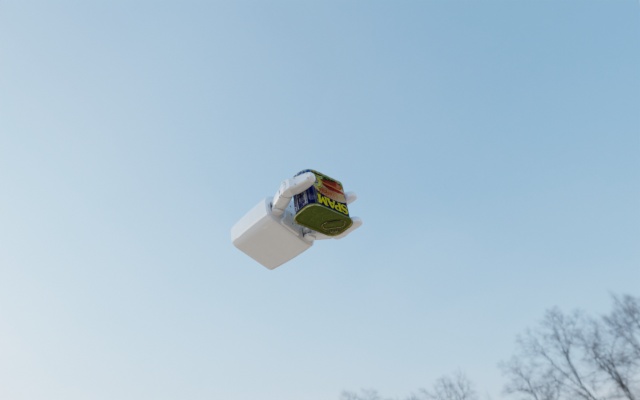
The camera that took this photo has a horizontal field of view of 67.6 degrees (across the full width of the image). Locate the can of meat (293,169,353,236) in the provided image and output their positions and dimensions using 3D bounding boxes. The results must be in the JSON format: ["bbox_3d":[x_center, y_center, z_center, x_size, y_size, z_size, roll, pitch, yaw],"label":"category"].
[{"bbox_3d":[0.000,0.002,0.808,0.102,0.084,0.057,24,-49,-36],"label":"can of meat"}]
